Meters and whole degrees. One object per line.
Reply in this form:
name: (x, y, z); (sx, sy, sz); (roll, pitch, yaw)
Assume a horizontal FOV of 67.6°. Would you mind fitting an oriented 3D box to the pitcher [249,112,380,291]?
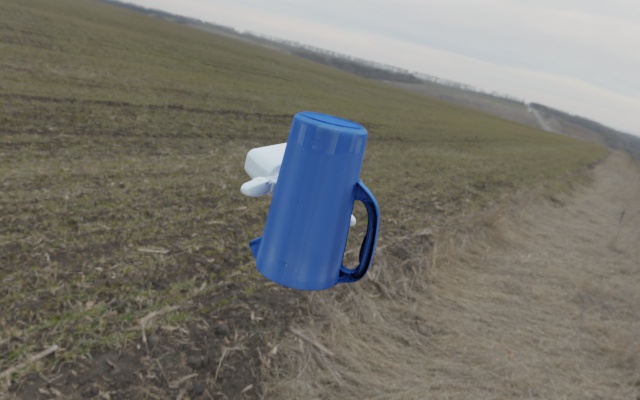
pitcher: (0.000, 0.002, 0.703); (0.149, 0.243, 0.145); (3, 19, -31)
